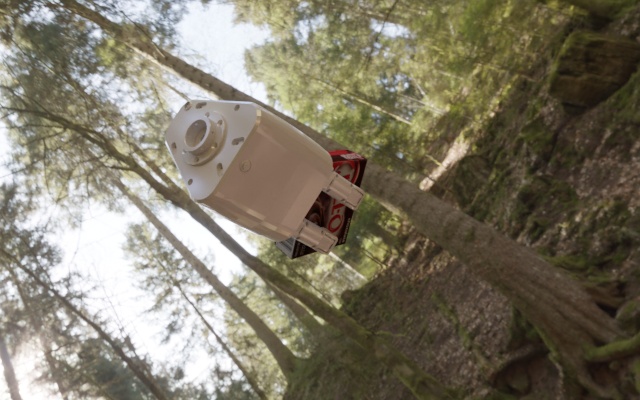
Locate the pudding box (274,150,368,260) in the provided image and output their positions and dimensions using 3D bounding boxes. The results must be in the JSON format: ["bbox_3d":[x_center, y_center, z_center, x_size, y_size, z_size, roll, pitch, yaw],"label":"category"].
[{"bbox_3d":[0.000,0.002,0.533,0.090,0.113,0.039,-10,34,-45],"label":"pudding box"}]
